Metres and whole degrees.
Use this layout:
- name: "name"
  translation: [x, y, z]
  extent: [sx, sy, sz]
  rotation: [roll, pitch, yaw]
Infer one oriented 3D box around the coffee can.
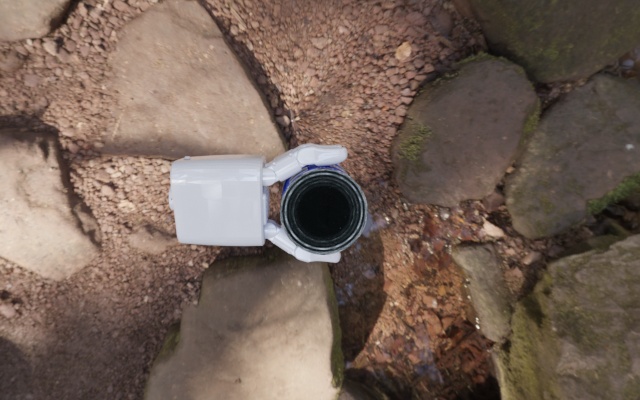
- name: "coffee can"
  translation: [0.000, 0.002, 0.618]
  extent: [0.103, 0.103, 0.140]
  rotation: [0, 10, -3]
